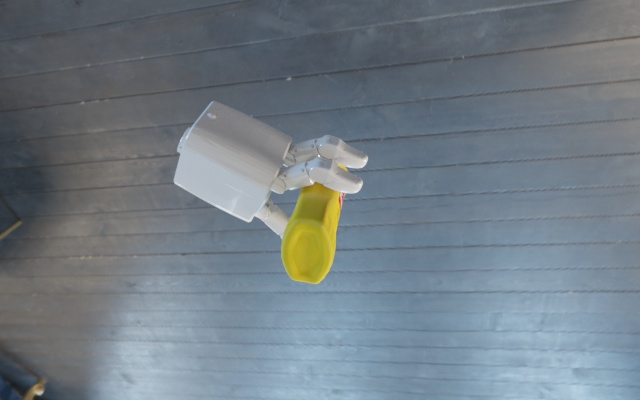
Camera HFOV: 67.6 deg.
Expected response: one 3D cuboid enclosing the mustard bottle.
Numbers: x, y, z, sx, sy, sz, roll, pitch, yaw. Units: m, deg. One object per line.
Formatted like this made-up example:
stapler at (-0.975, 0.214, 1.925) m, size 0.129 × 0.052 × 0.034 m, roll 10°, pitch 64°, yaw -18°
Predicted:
mustard bottle at (0.000, 0.002, 0.581) m, size 0.058 × 0.096 × 0.191 m, roll 8°, pitch 38°, yaw 6°
